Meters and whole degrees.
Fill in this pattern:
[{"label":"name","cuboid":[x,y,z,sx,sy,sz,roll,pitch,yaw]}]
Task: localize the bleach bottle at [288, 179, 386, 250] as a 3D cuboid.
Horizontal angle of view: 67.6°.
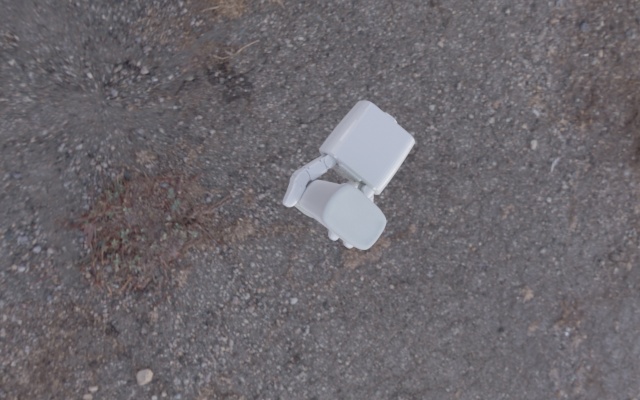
[{"label":"bleach bottle","cuboid":[0.000,0.003,0.760,0.102,0.068,0.250,39,-6,-26]}]
